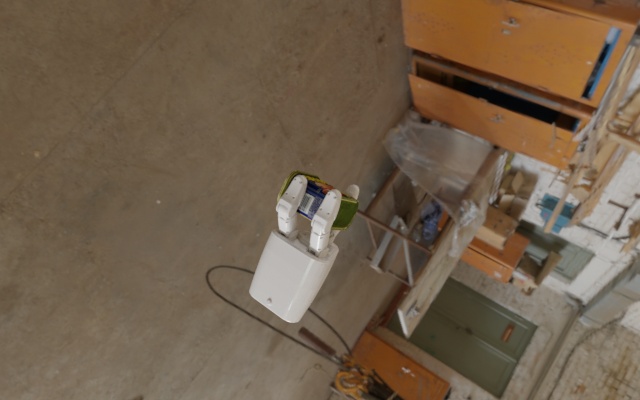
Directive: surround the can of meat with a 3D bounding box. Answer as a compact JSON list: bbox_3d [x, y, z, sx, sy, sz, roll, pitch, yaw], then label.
[{"bbox_3d":[0.000,0.002,0.704,0.084,0.057,0.102,30,9,24],"label":"can of meat"}]
